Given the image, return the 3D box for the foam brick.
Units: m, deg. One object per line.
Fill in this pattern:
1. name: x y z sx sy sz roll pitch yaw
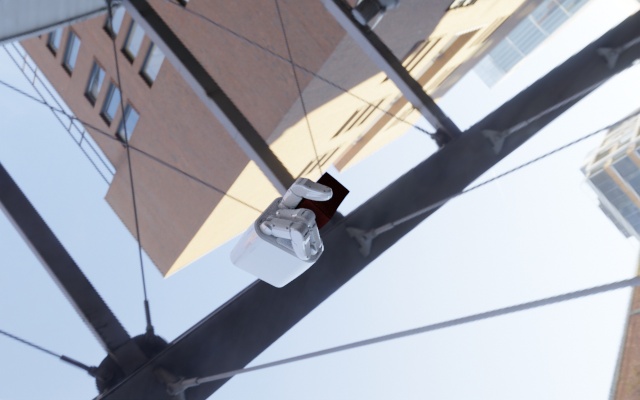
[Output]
1. foam brick: 0.000 0.002 0.750 0.051 0.053 0.078 -46 4 43
